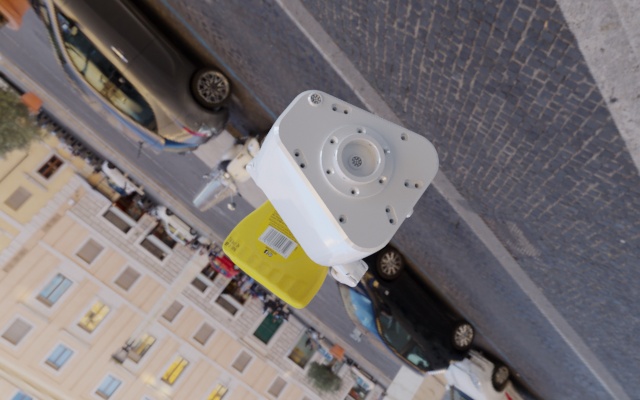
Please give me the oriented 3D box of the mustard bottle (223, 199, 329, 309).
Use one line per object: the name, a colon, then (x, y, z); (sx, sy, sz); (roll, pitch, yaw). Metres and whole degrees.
mustard bottle: (0.000, 0.002, 0.467); (0.096, 0.191, 0.058); (32, -17, 20)
